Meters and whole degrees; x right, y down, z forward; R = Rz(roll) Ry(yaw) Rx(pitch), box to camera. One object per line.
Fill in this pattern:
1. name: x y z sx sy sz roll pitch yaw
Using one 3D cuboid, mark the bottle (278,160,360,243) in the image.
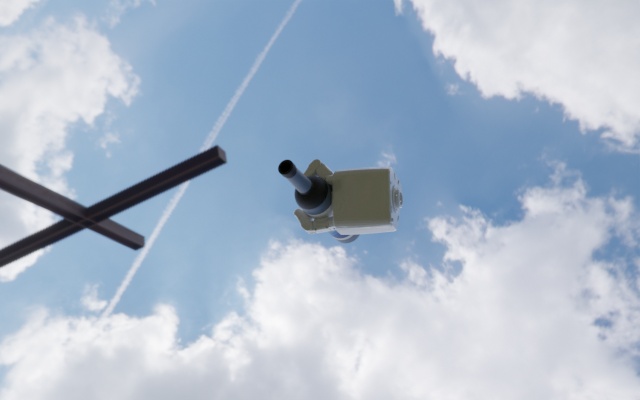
1. bottle: 0.000 0.003 0.890 0.069 0.069 0.296 0 -23 25
